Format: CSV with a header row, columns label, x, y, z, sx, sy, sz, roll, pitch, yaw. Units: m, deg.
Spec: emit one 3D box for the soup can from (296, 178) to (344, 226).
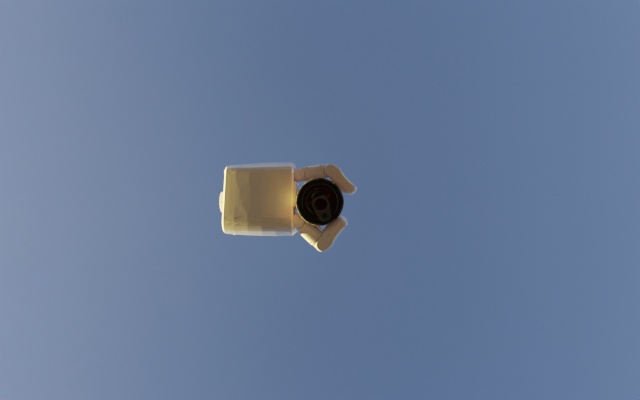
label,x,y,z,sx,sy,sz,roll,pitch,yaw
soup can,0.001,0.002,0.724,0.068,0.068,0.102,0,0,1
